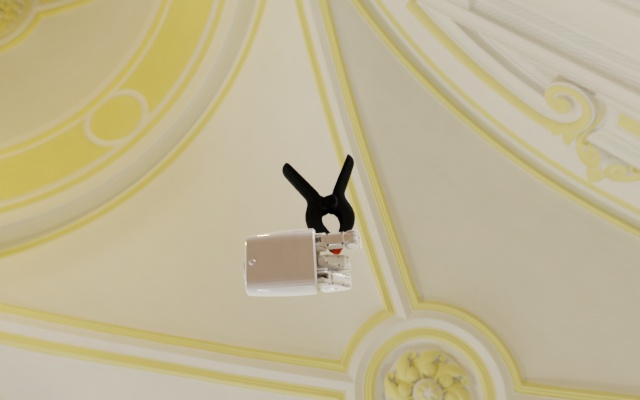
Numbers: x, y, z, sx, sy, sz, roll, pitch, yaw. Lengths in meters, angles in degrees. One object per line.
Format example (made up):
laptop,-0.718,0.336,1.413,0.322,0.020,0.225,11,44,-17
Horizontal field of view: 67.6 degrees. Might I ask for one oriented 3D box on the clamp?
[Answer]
clamp,0.000,0.003,0.769,0.120,0.171,0.039,-3,-26,0
